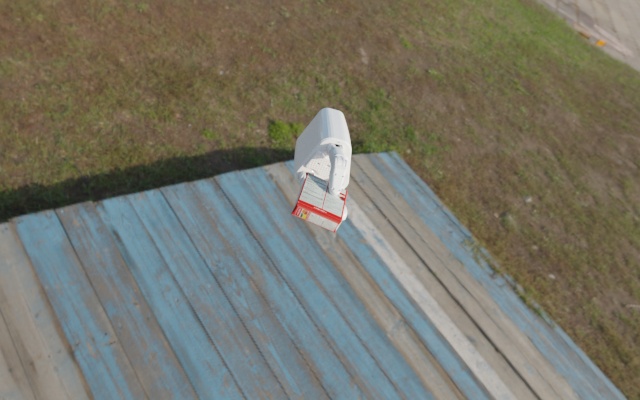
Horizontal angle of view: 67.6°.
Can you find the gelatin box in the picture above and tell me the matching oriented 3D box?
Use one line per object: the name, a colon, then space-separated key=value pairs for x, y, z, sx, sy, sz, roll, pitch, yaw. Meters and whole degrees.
gelatin box: x=0.000 y=0.002 z=0.746 sx=0.073 sy=0.030 sz=0.089 roll=24 pitch=34 yaw=-6
